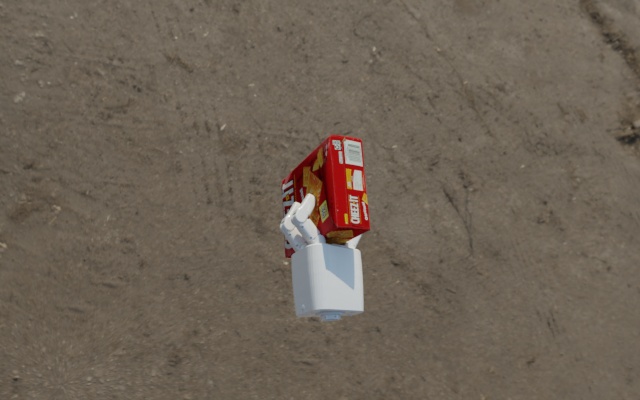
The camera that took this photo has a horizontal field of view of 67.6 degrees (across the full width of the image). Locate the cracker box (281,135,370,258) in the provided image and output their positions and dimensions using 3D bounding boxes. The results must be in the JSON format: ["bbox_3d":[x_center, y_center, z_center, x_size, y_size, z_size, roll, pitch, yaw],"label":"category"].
[{"bbox_3d":[0.000,0.003,0.854,0.072,0.164,0.214,6,-22,-26],"label":"cracker box"}]
